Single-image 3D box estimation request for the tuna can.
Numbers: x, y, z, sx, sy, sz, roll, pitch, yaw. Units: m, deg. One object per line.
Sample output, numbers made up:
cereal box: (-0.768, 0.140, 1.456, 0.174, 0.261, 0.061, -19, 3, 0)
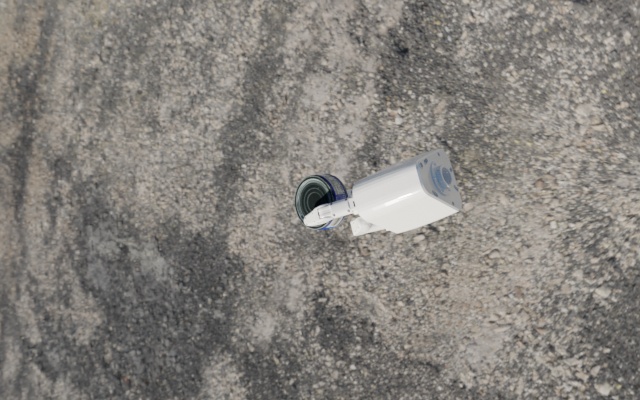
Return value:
tuna can: (0.000, 0.002, 0.735, 0.086, 0.086, 0.034, 0, 4, 43)
